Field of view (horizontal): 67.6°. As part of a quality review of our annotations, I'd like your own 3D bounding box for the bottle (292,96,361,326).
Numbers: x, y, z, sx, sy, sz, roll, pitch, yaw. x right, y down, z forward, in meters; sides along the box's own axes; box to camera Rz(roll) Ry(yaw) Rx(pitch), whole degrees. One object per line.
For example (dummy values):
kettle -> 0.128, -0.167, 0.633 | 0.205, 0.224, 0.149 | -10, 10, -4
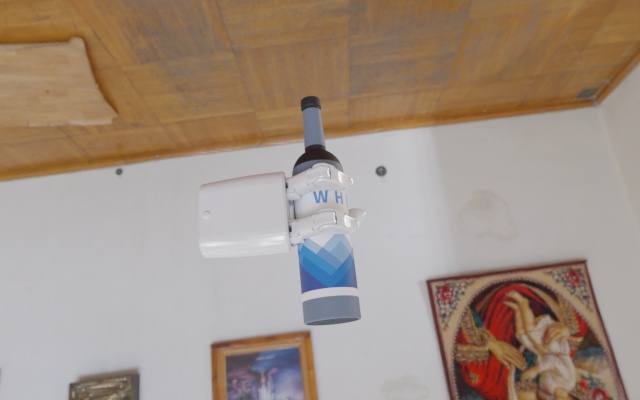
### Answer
bottle -> 0.000, 0.002, 0.599 | 0.069, 0.295, 0.069 | -5, -20, -2
